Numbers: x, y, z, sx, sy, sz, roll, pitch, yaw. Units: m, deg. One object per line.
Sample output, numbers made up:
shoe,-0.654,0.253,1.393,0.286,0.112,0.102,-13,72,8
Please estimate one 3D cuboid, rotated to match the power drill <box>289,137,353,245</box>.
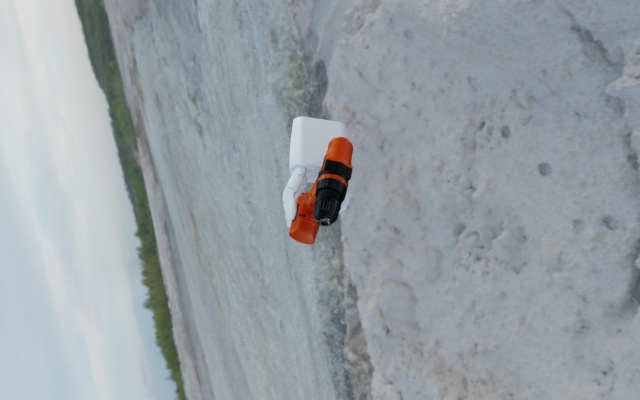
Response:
power drill,0.000,0.003,0.853,0.057,0.184,0.188,23,-39,-9
